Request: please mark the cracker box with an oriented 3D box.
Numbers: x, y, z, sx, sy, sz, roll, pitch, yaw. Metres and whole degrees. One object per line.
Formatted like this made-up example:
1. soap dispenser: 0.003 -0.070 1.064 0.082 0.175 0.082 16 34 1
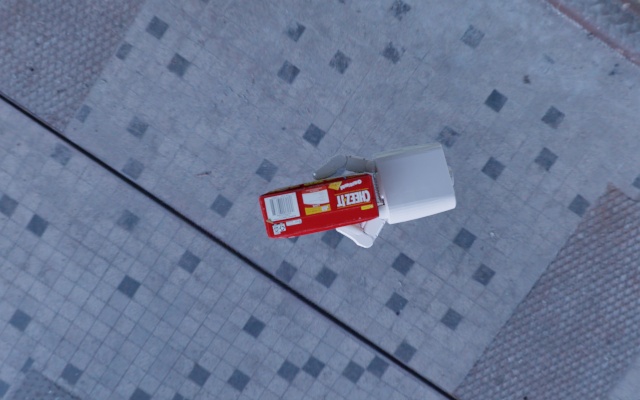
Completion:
1. cracker box: 0.000 0.002 0.771 0.164 0.072 0.213 -12 3 2
